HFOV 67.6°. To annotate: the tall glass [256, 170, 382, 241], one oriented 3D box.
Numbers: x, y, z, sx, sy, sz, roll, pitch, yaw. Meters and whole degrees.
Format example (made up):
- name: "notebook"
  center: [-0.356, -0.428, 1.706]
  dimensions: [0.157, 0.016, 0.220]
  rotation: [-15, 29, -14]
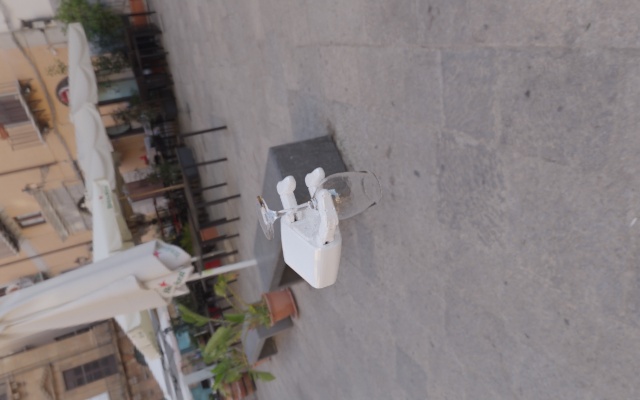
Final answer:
- name: "tall glass"
  center: [0.000, 0.003, 0.792]
  dimensions: [0.201, 0.079, 0.079]
  rotation: [-16, 6, -20]
